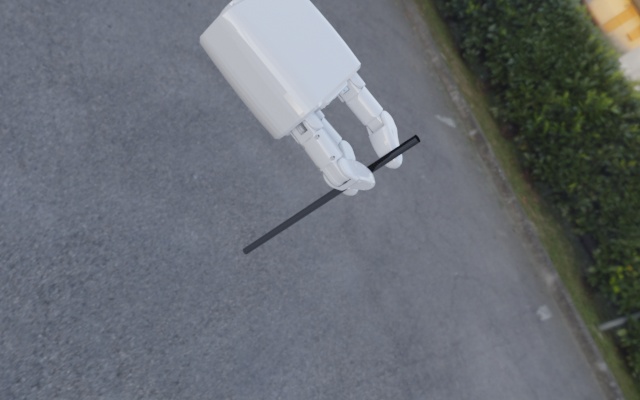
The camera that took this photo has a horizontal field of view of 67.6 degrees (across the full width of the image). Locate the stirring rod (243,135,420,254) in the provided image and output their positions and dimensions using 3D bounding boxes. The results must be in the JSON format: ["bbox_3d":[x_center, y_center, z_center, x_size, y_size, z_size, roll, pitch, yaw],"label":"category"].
[{"bbox_3d":[0.000,0.002,0.485,0.239,0.011,0.011,-33,-19,31],"label":"stirring rod"}]
